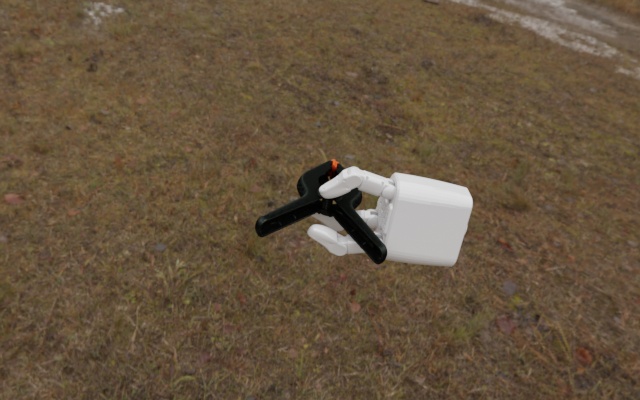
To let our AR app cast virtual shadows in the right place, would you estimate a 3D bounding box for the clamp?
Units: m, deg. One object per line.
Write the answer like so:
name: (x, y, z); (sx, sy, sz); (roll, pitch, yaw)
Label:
clamp: (0.001, 0.001, 0.654); (0.164, 0.036, 0.209); (11, 33, -8)
